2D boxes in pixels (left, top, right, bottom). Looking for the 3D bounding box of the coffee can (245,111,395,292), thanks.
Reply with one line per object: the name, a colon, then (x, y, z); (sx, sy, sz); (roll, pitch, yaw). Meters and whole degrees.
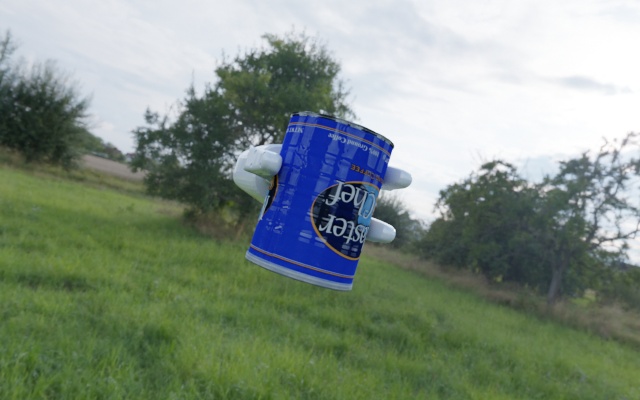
coffee can: (0.000, 0.002, 0.446); (0.103, 0.140, 0.103); (17, -3, 1)
